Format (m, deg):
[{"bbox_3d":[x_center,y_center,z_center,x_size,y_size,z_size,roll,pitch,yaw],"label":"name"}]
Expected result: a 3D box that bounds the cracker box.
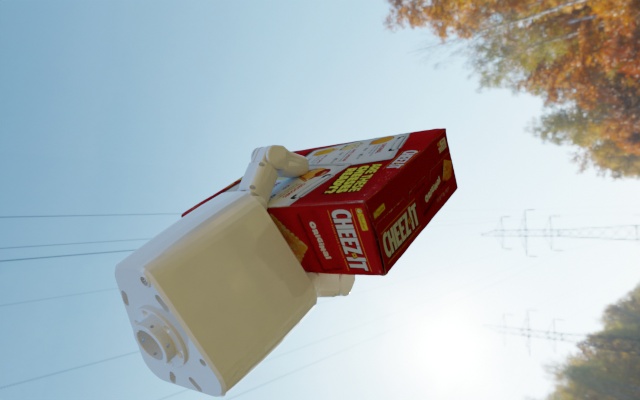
[{"bbox_3d":[0.000,0.001,0.460,0.214,0.072,0.164,-3,24,38],"label":"cracker box"}]
